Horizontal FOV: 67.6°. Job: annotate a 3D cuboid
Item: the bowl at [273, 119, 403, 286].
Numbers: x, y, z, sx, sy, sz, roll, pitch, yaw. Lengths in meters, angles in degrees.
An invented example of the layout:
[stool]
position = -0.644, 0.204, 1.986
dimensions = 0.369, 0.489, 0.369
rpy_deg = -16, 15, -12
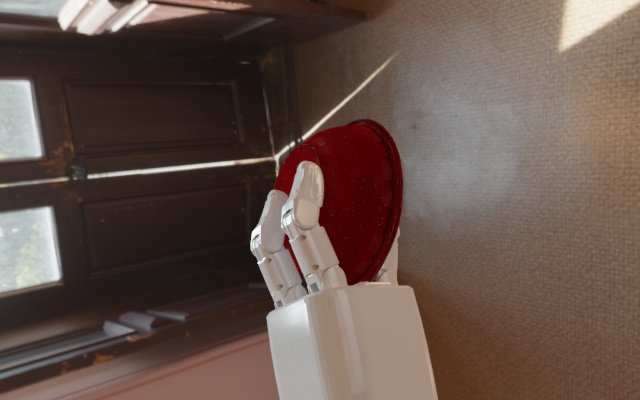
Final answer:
[bowl]
position = -0.001, 0.000, 0.418
dimensions = 0.055, 0.162, 0.162
rpy_deg = 12, -6, -29
